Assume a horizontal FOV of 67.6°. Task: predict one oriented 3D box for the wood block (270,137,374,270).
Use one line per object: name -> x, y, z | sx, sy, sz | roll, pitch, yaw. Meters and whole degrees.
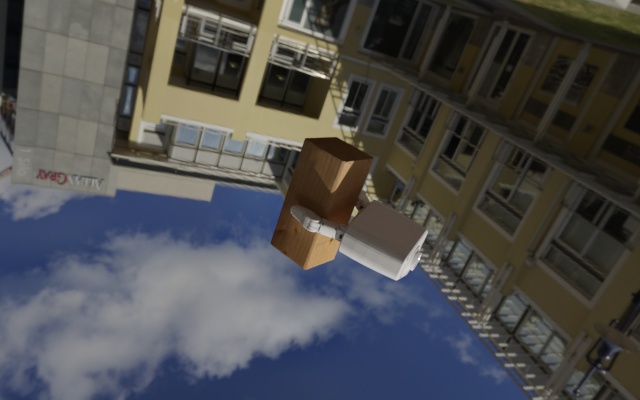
wood block -> 0.000, 0.003, 0.823 | 0.090, 0.206, 0.091 | 33, 26, 29
